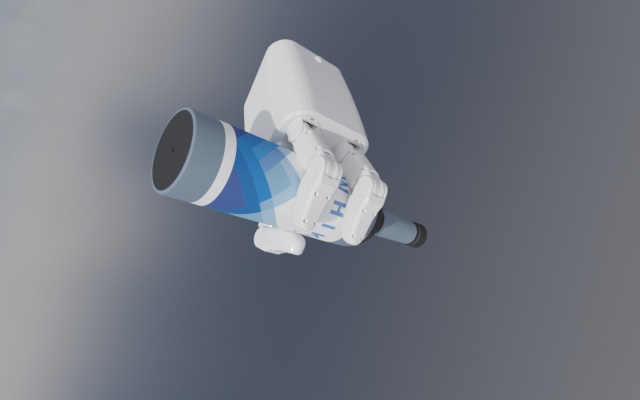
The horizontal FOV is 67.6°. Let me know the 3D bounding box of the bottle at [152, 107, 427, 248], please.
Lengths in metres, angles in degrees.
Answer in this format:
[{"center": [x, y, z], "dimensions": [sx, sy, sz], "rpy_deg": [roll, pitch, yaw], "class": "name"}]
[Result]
[{"center": [0.000, 0.001, 0.438], "dimensions": [0.296, 0.069, 0.069], "rpy_deg": [19, -13, -39], "class": "bottle"}]
